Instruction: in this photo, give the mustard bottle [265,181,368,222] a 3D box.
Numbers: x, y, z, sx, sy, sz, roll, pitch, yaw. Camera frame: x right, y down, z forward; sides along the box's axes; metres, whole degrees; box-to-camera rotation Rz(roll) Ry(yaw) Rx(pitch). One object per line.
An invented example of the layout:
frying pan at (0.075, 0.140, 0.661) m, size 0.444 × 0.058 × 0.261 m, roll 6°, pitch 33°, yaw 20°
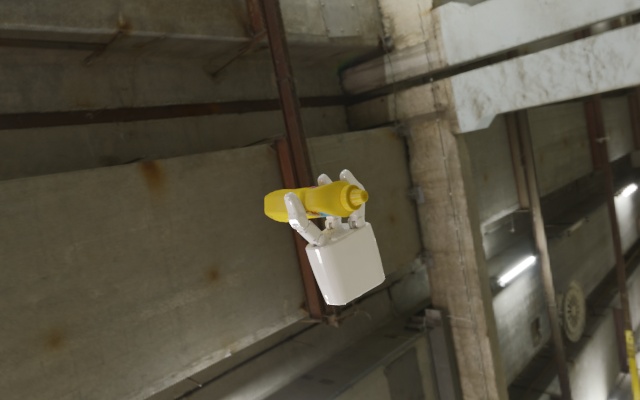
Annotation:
mustard bottle at (0.000, 0.002, 0.789) m, size 0.096 × 0.058 × 0.191 m, roll 6°, pitch -9°, yaw -44°
